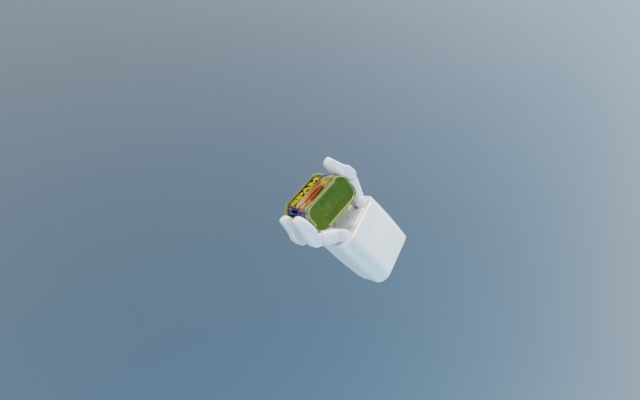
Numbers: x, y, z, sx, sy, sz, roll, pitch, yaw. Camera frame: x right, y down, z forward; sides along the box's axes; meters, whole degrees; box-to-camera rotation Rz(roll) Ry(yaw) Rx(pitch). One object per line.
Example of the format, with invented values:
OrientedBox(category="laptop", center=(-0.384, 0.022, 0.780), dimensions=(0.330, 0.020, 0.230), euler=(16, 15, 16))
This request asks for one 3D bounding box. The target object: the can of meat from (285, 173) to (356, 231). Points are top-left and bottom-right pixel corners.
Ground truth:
OrientedBox(category="can of meat", center=(0.000, 0.003, 0.798), dimensions=(0.057, 0.102, 0.084), euler=(48, -18, -21))
